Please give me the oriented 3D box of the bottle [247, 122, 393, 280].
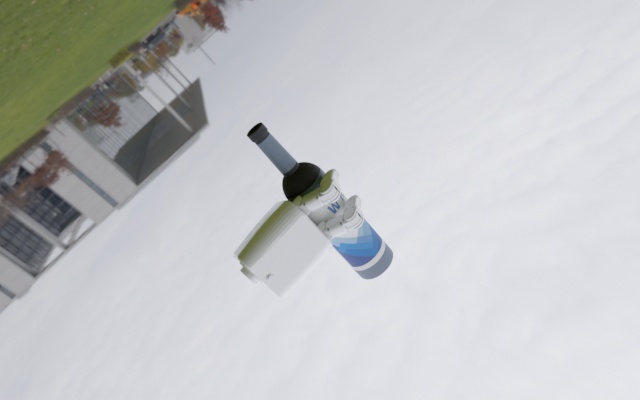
[{"bbox_3d":[0.000,0.002,0.704,0.296,0.069,0.069,48,-26,-26],"label":"bottle"}]
